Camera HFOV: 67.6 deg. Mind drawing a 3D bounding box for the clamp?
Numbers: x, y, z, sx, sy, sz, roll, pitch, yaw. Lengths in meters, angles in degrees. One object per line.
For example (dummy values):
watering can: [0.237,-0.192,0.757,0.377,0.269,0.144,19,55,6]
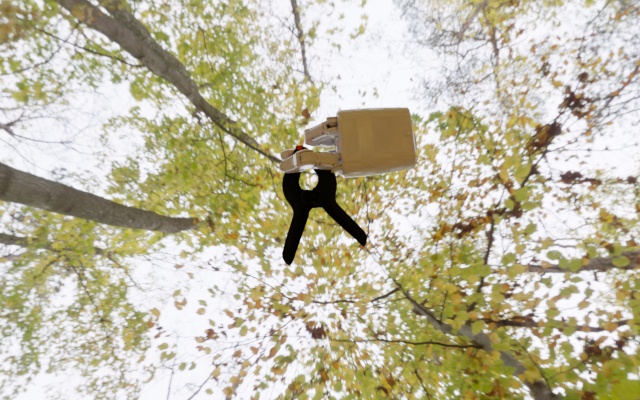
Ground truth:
clamp: [0.000,0.002,0.680,0.120,0.171,0.039,-5,-12,-1]
